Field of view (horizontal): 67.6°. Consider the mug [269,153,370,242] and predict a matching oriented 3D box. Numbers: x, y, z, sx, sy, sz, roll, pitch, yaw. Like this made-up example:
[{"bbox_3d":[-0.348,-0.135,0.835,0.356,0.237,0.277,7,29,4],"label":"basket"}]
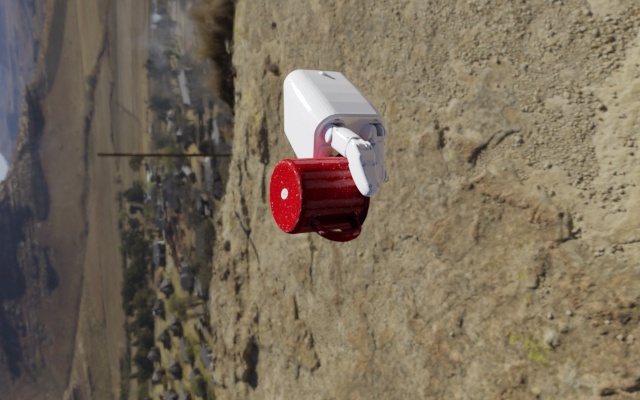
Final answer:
[{"bbox_3d":[0.000,0.003,0.520,0.081,0.093,0.117,-4,46,-31],"label":"mug"}]
